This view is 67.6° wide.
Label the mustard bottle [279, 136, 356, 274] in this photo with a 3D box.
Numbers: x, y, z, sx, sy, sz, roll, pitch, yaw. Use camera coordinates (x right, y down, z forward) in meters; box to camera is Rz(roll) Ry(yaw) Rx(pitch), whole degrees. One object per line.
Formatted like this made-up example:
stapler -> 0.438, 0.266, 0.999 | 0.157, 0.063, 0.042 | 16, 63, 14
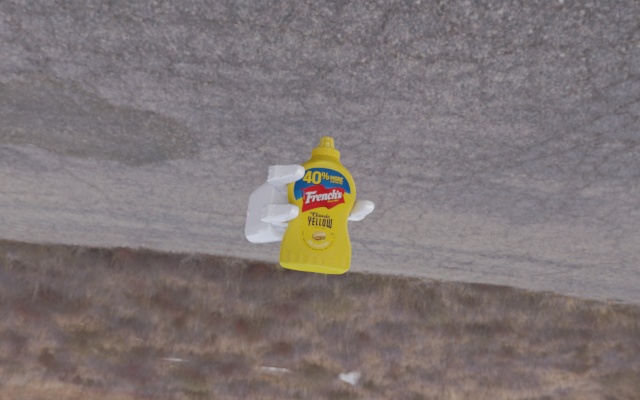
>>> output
mustard bottle -> 0.000, 0.002, 0.668 | 0.096, 0.191, 0.058 | 7, -15, -4
